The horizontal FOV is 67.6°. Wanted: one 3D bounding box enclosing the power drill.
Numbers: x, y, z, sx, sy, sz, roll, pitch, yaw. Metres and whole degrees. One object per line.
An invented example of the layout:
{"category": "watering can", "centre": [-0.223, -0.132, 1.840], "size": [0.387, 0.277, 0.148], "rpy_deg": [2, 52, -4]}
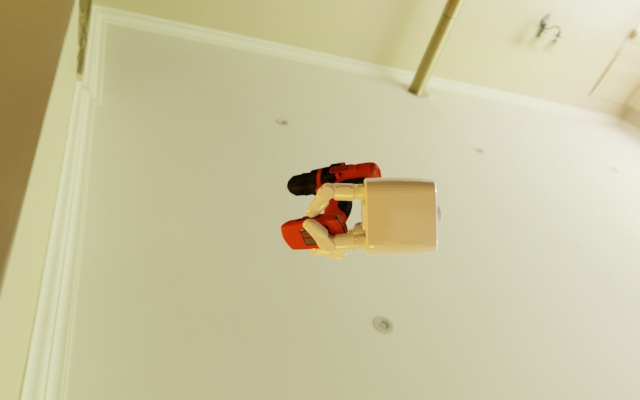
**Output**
{"category": "power drill", "centre": [0.000, 0.003, 0.818], "size": [0.184, 0.057, 0.187], "rpy_deg": [-9, 34, 27]}
